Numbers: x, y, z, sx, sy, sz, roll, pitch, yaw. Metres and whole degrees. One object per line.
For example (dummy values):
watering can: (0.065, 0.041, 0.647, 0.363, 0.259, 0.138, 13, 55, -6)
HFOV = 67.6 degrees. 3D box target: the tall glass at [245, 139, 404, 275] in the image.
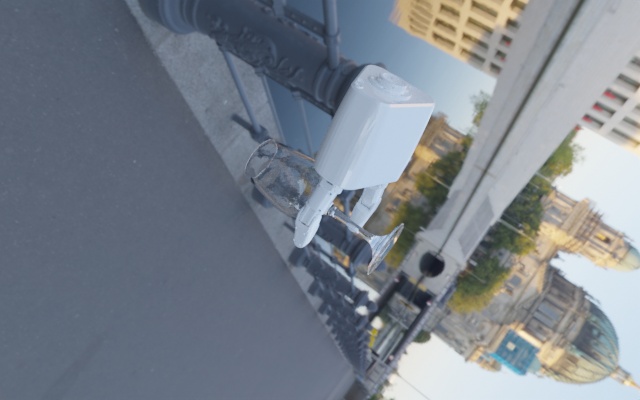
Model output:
tall glass: (0.001, 0.002, 0.593, 0.201, 0.079, 0.079, 35, 11, 16)
